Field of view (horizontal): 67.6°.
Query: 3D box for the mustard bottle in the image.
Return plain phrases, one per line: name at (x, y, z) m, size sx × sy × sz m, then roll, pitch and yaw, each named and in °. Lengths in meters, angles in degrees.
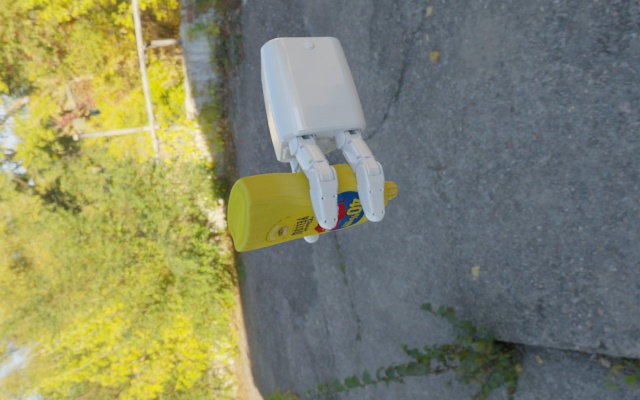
mustard bottle at (0.000, 0.002, 0.518) m, size 0.191 × 0.058 × 0.096 m, roll -10°, pitch -33°, yaw -25°
